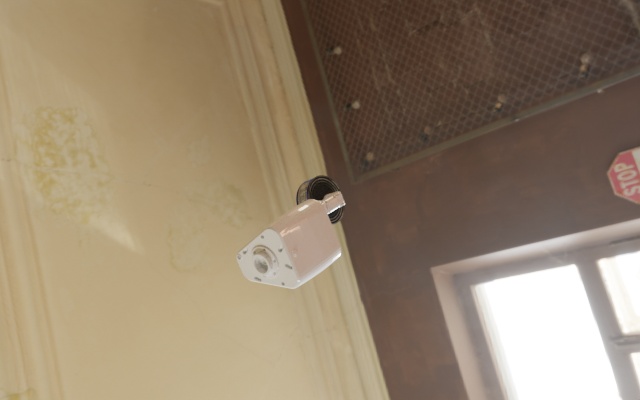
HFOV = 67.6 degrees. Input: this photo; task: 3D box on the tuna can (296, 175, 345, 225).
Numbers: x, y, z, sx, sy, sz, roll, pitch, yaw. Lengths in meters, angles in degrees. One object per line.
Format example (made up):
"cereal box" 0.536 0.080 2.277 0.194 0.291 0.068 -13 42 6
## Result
"tuna can" 0.000 0.003 0.808 0.034 0.086 0.086 -20 -14 42
